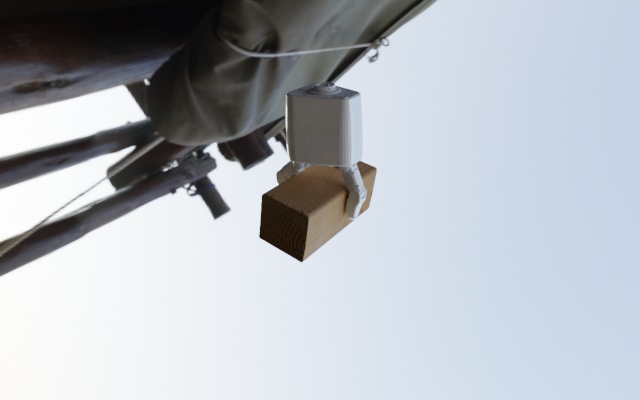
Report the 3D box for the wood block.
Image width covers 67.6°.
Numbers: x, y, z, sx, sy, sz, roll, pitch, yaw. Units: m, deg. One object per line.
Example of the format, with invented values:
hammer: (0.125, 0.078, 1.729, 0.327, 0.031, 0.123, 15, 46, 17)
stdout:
wood block: (0.001, 0.002, 0.796, 0.091, 0.090, 0.206, 27, 37, 25)
